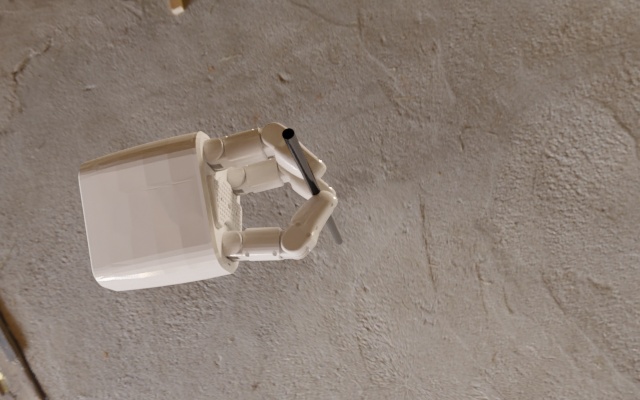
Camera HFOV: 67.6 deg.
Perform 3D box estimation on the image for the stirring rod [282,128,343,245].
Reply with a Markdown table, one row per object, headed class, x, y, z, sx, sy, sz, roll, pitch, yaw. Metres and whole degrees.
| class | x | y | z | sx | sy | sz | roll | pitch | yaw |
| --- | --- | --- | --- | --- | --- | --- | --- | --- | --- |
| stirring rod | 0.000 | 0.001 | 0.406 | 0.011 | 0.011 | 0.240 | 0 | -21 | 10 |
